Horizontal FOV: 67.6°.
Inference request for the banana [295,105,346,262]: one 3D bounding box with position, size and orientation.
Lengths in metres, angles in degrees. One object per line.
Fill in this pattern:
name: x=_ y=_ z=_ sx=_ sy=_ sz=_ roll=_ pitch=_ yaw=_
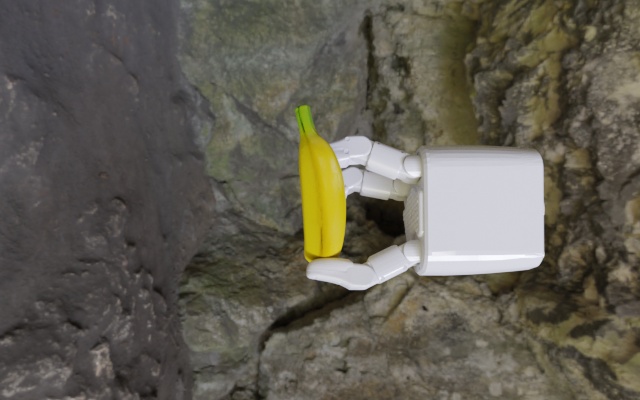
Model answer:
banana: x=0.002 y=0.013 z=0.424 sx=0.037 sy=0.069 sz=0.198 roll=-4 pitch=-41 yaw=-3
